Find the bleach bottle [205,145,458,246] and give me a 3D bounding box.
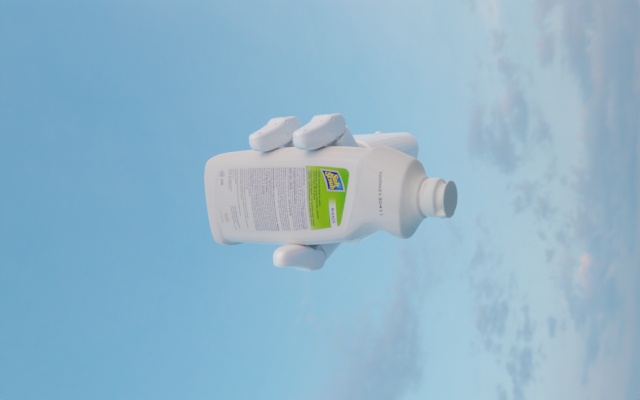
[{"bbox_3d":[0.000,0.001,0.439,0.251,0.102,0.068,3,15,37],"label":"bleach bottle"}]
